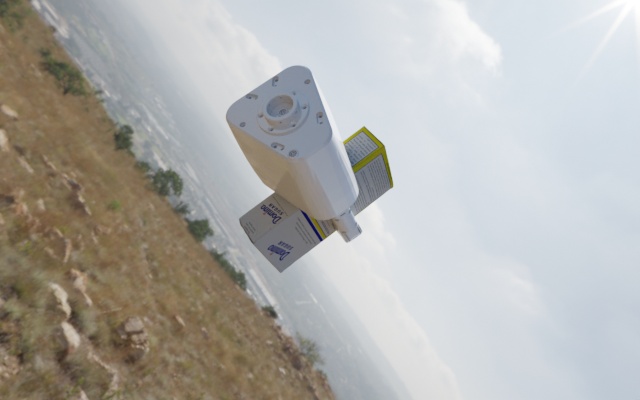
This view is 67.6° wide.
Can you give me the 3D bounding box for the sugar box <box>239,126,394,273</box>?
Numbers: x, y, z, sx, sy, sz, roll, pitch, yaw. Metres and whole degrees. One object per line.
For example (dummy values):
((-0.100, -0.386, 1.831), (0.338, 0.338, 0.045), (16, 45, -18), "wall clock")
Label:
((0.000, 0.001, 0.550), (0.176, 0.048, 0.093), (-34, -33, -4), "sugar box")
